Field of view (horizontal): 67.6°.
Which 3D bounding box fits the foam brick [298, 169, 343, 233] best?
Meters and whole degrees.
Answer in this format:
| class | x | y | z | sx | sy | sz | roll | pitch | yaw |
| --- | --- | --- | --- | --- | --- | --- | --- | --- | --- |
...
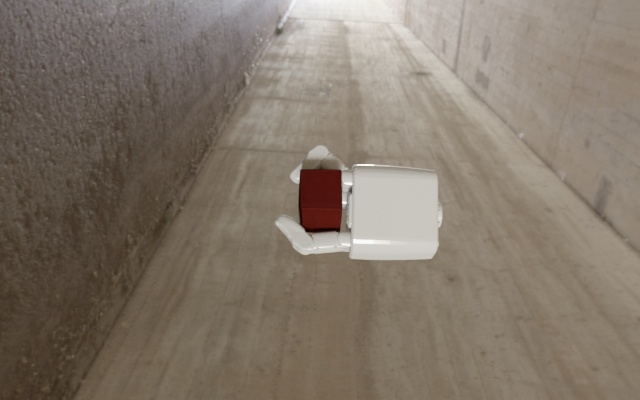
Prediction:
| class | x | y | z | sx | sy | sz | roll | pitch | yaw |
| --- | --- | --- | --- | --- | --- | --- | --- | --- | --- |
| foam brick | 0.000 | 0.002 | 0.589 | 0.051 | 0.053 | 0.078 | 1 | -26 | 0 |
